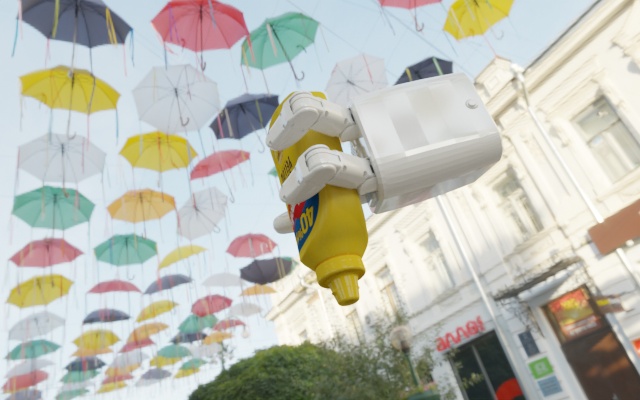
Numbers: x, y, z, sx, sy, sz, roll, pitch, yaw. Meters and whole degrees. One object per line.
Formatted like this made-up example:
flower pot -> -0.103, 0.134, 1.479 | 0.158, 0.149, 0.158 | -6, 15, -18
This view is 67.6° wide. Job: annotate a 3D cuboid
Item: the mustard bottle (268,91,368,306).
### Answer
mustard bottle -> 0.000, 0.001, 0.427 | 0.058, 0.191, 0.096 | -3, -32, -23
